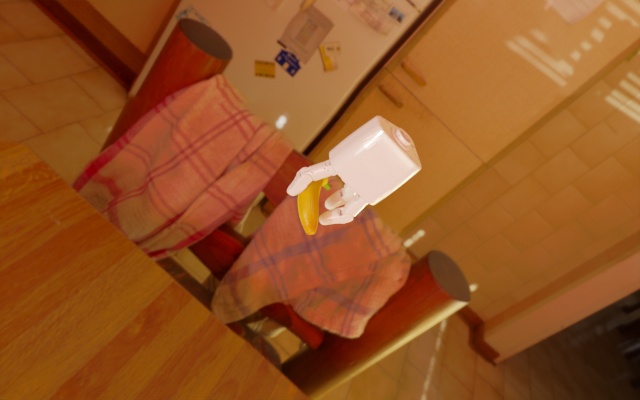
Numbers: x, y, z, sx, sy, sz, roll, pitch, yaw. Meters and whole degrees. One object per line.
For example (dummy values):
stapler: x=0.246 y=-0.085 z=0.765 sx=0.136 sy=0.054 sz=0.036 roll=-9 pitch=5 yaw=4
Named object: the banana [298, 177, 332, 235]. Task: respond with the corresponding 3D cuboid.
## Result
banana: x=-0.010 y=-0.013 z=0.860 sx=0.037 sy=0.070 sz=0.197 roll=-31 pitch=16 yaw=24
